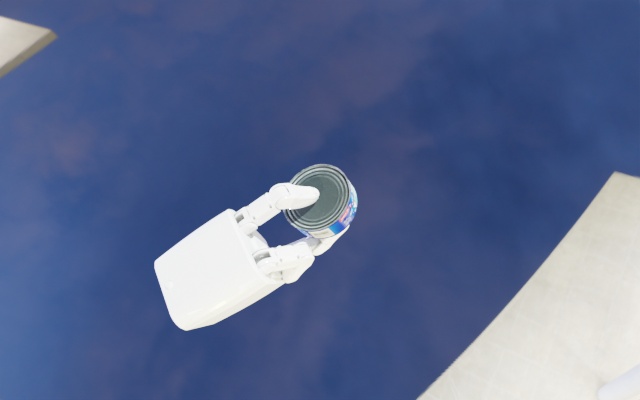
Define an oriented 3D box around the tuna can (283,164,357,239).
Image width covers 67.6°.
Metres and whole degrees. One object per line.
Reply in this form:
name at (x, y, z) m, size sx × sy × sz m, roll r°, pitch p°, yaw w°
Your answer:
tuna can at (0.000, 0.002, 0.571) m, size 0.086 × 0.086 × 0.034 m, roll 0°, pitch -24°, yaw 24°
